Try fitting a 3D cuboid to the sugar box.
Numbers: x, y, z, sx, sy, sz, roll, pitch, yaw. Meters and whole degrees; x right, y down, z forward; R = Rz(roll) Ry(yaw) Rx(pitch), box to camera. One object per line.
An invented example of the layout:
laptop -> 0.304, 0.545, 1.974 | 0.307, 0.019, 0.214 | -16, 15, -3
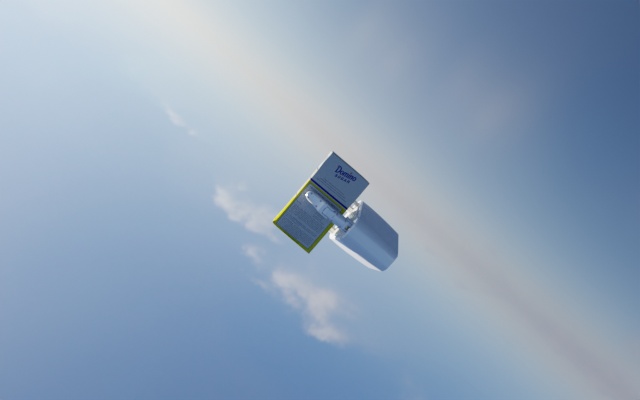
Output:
sugar box -> 0.000, 0.003, 0.897 | 0.093, 0.176, 0.048 | 40, 6, -6
